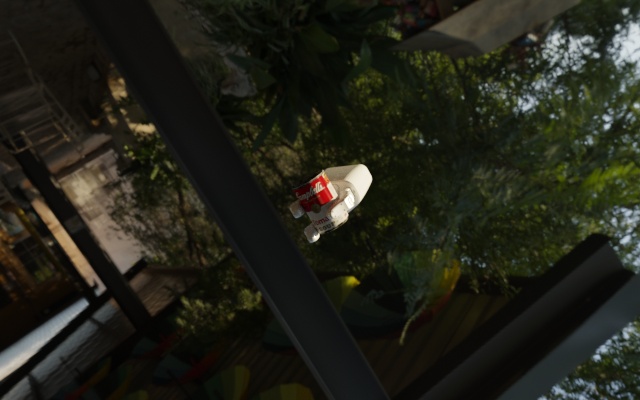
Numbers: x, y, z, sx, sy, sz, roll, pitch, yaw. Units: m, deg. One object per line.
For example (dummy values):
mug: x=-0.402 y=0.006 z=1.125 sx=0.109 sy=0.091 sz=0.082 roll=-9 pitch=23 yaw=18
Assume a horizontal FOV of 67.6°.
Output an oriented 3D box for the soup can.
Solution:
soup can: x=0.000 y=0.003 z=0.895 sx=0.068 sy=0.102 sz=0.068 roll=-29 pitch=12 yaw=7
